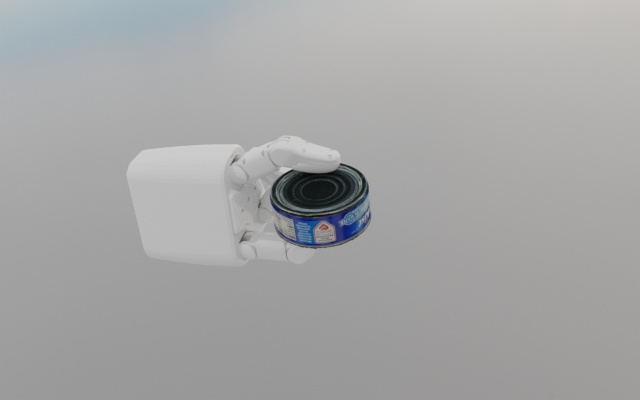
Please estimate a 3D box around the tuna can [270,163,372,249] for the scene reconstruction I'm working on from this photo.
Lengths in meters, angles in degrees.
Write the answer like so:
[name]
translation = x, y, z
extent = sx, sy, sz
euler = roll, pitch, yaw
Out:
[tuna can]
translation = 0.000, 0.001, 0.410
extent = 0.086, 0.034, 0.086
euler = -5, 34, 3
